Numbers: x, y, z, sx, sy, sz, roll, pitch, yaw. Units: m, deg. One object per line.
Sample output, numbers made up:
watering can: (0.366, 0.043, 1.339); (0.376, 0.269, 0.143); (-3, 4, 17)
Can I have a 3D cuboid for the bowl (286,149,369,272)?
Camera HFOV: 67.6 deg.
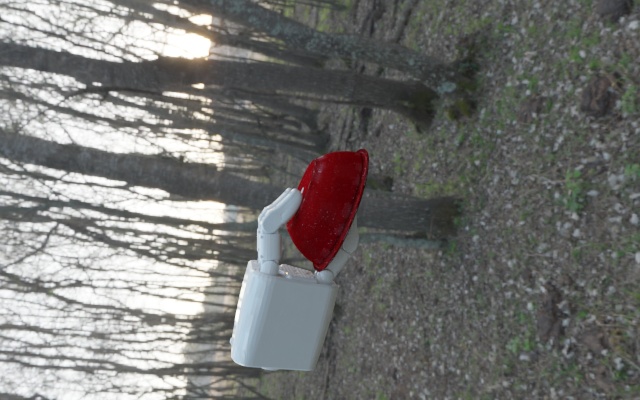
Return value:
bowl: (0.000, 0.001, 0.585); (0.055, 0.162, 0.162); (22, -4, -10)
